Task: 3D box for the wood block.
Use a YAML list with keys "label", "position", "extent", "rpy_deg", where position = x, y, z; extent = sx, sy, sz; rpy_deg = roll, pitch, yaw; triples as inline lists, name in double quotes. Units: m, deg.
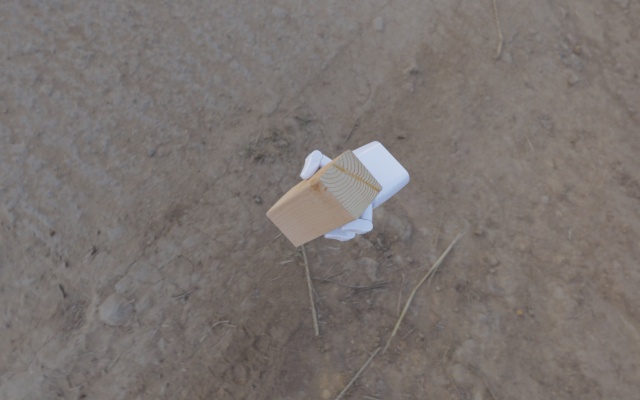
- label: "wood block"
  position: [0.000, 0.002, 0.849]
  extent: [0.090, 0.091, 0.206]
  rpy_deg: [-47, 9, -34]
